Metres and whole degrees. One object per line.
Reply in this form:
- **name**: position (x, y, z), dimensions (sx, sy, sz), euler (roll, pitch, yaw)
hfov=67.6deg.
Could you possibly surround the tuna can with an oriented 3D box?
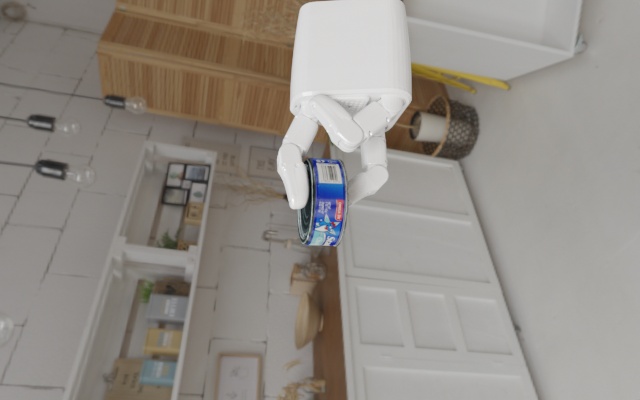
- **tuna can**: position (0.000, 0.002, 0.465), dimensions (0.034, 0.086, 0.086), euler (2, -1, -12)
